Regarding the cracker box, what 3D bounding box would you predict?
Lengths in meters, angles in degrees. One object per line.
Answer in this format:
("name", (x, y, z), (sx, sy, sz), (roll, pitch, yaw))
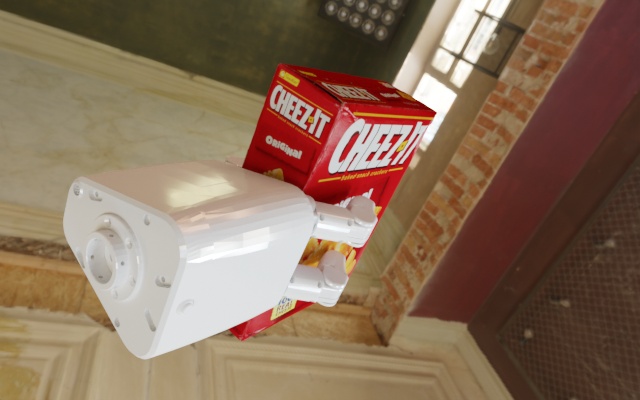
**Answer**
("cracker box", (0.000, 0.001, 0.421), (0.072, 0.214, 0.164), (37, 26, 25))
